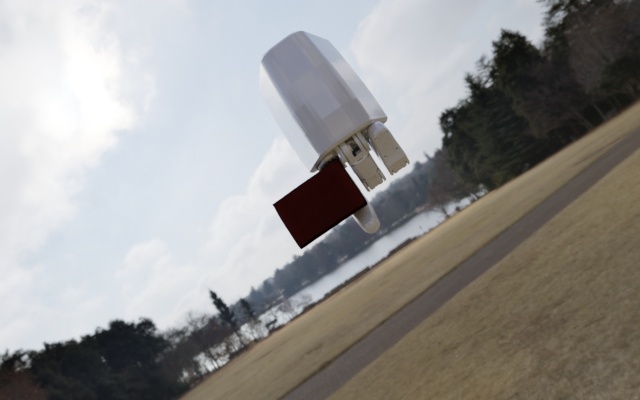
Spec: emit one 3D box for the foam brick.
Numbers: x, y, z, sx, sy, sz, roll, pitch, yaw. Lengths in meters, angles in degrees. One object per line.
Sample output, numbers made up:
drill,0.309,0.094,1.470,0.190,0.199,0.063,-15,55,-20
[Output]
foam brick,0.000,0.002,0.468,0.078,0.051,0.053,-35,3,5
